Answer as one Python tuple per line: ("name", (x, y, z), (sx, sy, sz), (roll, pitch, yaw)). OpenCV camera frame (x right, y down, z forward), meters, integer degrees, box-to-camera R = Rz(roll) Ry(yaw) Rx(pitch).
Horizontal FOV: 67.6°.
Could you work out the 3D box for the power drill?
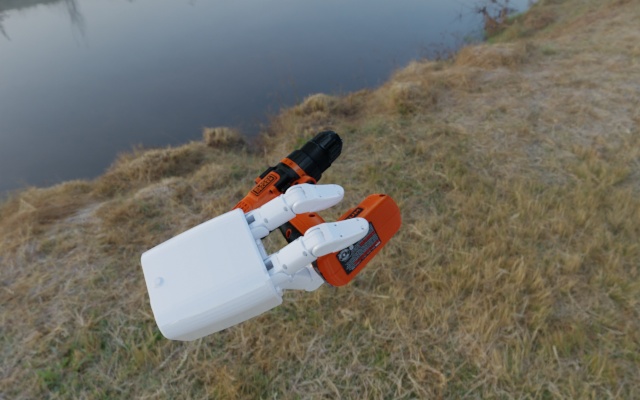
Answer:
("power drill", (0.000, 0.002, 0.545), (0.187, 0.184, 0.057), (29, -21, 48))
